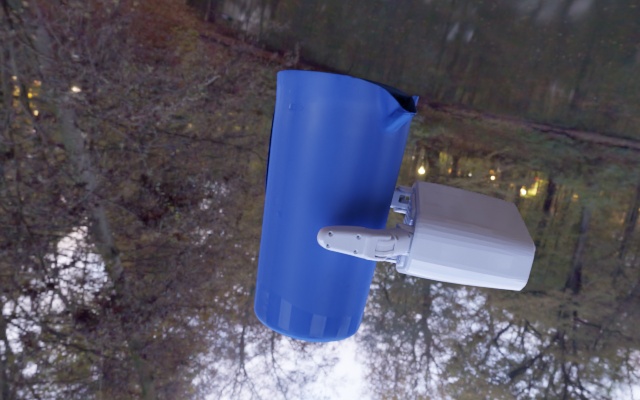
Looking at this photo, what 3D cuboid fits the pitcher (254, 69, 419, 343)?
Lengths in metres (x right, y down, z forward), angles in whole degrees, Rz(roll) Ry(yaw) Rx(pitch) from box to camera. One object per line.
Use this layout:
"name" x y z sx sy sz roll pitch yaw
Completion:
"pitcher" 0.000 0.002 0.470 0.145 0.243 0.149 11 8 4
